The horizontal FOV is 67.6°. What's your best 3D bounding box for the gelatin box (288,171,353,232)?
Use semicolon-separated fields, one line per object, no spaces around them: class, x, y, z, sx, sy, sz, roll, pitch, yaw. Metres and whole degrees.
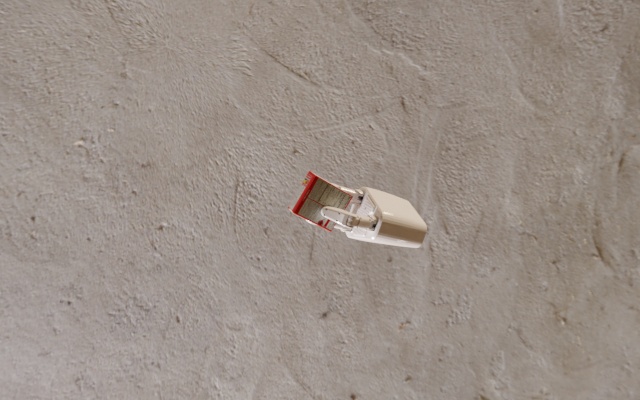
gelatin box;0.000;0.003;0.806;0.089;0.073;0.030;28;5;-33
